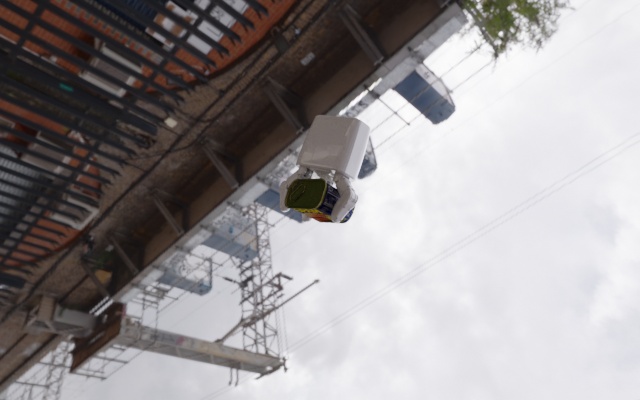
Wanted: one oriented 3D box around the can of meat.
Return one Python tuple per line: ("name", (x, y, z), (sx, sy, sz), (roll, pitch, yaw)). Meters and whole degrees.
("can of meat", (0.000, 0.003, 0.861), (0.084, 0.057, 0.102), (28, -17, -38))
